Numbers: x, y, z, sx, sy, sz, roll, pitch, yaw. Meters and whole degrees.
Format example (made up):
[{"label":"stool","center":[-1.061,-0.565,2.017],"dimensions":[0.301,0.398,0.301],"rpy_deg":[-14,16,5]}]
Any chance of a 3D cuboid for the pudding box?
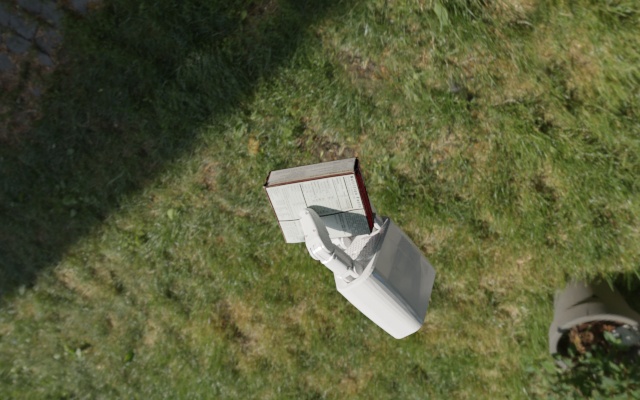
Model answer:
[{"label":"pudding box","center":[0.000,0.002,0.565],"dimensions":[0.113,0.090,0.039],"rpy_deg":[-9,32,14]}]
